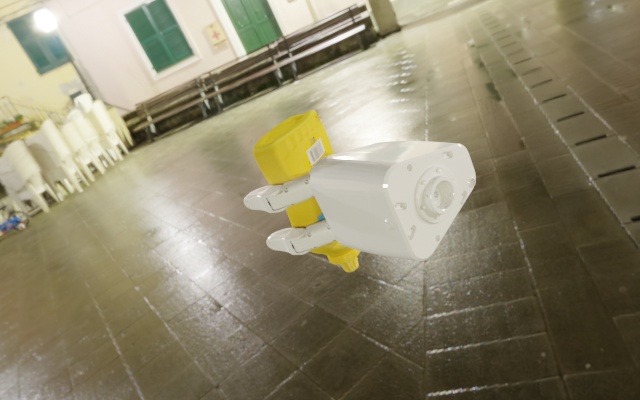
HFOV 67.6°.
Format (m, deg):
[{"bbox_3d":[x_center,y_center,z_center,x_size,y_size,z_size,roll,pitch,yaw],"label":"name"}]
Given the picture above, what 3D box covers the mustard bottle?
[{"bbox_3d":[0.000,0.002,0.544,0.058,0.192,0.096,-11,26,35],"label":"mustard bottle"}]
